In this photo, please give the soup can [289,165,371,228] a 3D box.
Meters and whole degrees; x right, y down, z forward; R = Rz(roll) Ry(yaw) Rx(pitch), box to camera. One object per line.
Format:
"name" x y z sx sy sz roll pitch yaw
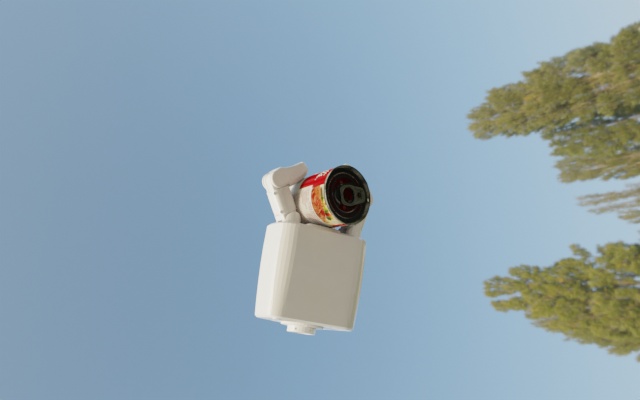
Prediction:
"soup can" 0.000 0.001 0.567 0.068 0.068 0.102 0 -9 -39
